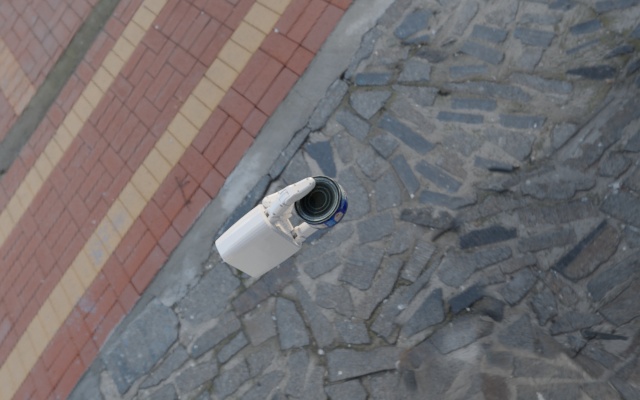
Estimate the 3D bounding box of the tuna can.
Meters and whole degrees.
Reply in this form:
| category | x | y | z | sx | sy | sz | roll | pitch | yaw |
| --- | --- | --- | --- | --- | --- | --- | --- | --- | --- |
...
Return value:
| category | x | y | z | sx | sy | sz | roll | pitch | yaw |
| --- | --- | --- | --- | --- | --- | --- | --- | --- | --- |
| tuna can | 0.000 | 0.002 | 0.788 | 0.086 | 0.086 | 0.034 | 0 | -18 | 24 |
